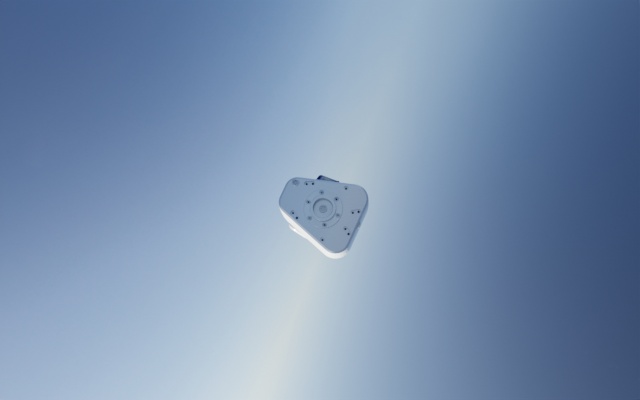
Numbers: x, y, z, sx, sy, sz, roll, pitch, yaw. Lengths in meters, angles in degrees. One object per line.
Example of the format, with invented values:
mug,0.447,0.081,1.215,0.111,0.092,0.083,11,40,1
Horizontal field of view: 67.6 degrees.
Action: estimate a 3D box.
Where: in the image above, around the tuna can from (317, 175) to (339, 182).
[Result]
tuna can,0.000,0.002,0.780,0.034,0.086,0.086,21,3,8
